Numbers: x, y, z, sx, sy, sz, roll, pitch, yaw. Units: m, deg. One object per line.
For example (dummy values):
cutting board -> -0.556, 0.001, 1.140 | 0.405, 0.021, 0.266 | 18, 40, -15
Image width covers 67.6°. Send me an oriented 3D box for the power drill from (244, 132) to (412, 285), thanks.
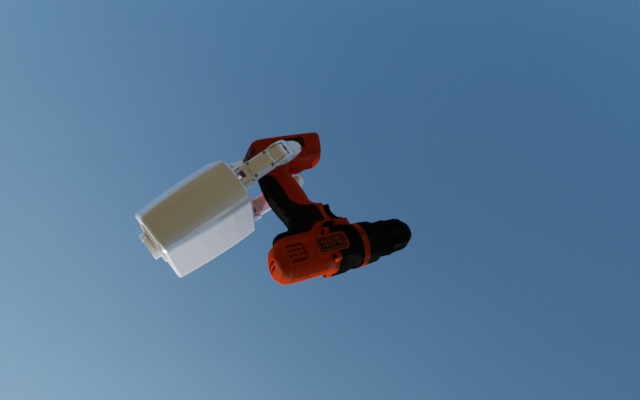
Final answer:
power drill -> 0.000, 0.002, 0.579 | 0.184, 0.187, 0.057 | -11, -34, -29
